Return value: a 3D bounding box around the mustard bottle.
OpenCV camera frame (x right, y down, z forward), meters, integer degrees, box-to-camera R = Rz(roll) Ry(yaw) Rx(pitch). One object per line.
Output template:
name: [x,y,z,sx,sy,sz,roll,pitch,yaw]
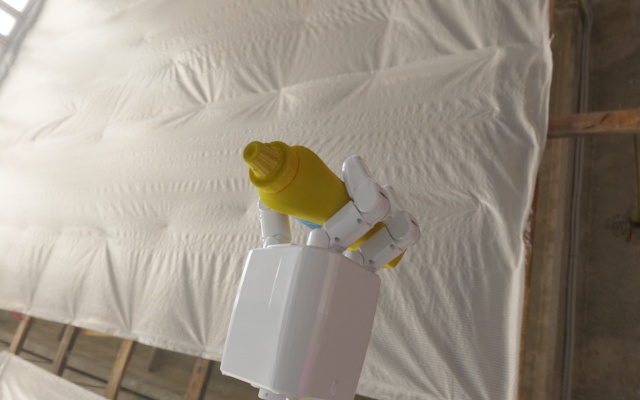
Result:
mustard bottle: [0.000,0.001,0.423,0.096,0.058,0.192,31,-3,42]
